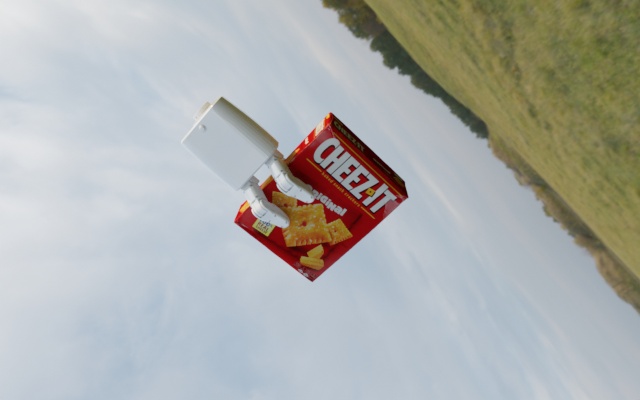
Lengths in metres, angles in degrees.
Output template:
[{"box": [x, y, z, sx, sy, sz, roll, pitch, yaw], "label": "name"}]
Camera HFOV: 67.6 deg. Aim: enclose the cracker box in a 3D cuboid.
[{"box": [0.000, 0.002, 0.728, 0.164, 0.214, 0.072, 41, 20, -15], "label": "cracker box"}]
